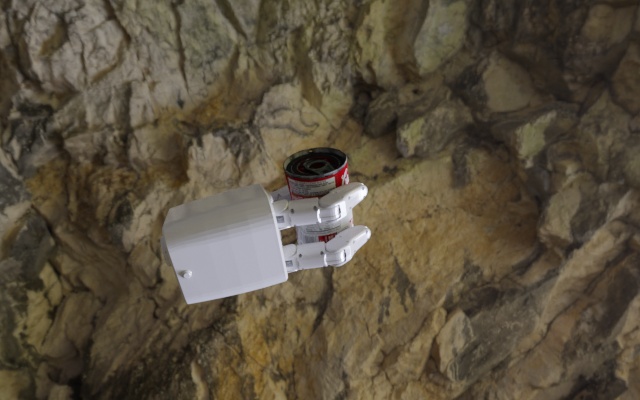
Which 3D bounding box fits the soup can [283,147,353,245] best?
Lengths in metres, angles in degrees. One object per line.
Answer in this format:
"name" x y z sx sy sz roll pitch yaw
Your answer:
"soup can" 0.001 0.002 0.526 0.068 0.102 0.068 -6 30 4
